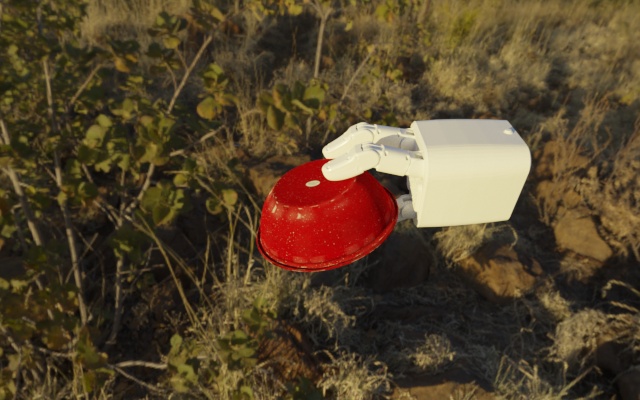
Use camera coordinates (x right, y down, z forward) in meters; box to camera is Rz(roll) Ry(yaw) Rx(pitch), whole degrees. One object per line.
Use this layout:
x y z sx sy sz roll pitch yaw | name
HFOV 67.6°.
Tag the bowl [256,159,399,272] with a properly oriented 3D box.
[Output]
-0.001 0.002 0.515 0.162 0.055 0.162 -12 34 8 | bowl
